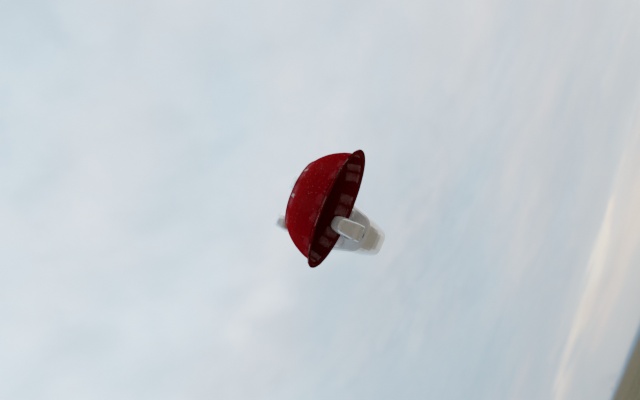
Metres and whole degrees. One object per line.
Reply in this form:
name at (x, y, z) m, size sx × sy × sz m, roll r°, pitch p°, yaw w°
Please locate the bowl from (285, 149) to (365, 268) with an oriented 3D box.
bowl at (0.000, 0.001, 0.609) m, size 0.055 × 0.162 × 0.162 m, roll 23°, pitch 6°, yaw 15°
